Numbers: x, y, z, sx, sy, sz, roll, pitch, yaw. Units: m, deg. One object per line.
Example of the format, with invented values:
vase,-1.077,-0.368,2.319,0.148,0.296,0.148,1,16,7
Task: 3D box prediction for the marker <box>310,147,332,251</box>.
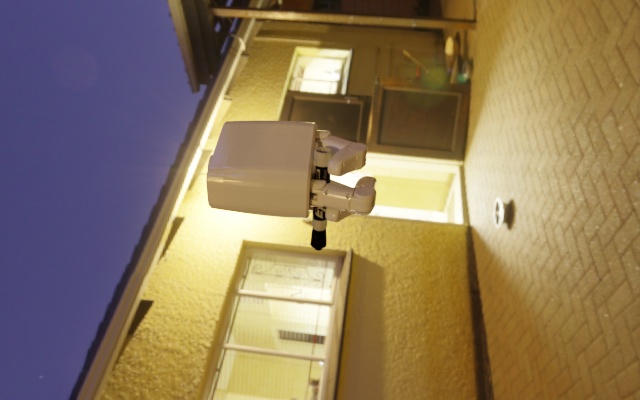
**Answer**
marker,0.000,0.002,0.516,0.020,0.121,0.020,2,28,-1
